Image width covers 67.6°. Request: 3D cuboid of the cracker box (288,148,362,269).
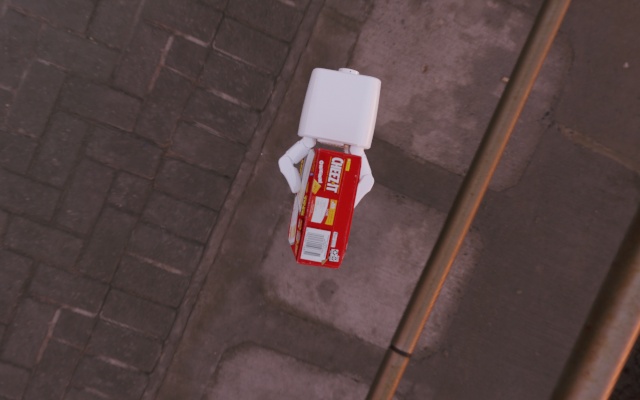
[{"bbox_3d":[0.000,0.002,0.758,0.072,0.164,0.213,10,4,-8],"label":"cracker box"}]
